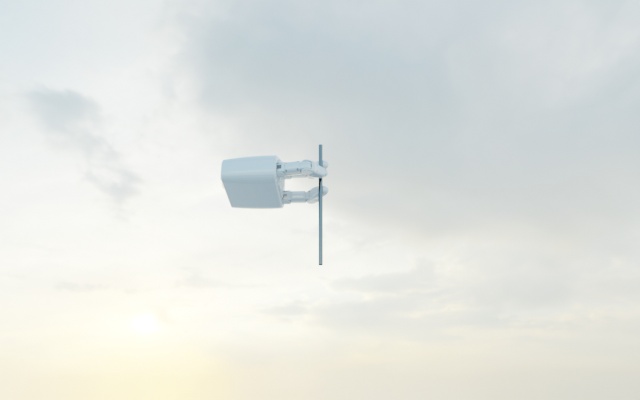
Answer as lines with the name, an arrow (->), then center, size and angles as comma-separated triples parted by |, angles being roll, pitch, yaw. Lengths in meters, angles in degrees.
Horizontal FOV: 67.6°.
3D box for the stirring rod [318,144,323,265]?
stirring rod -> 0.000, 0.003, 0.892 | 0.011, 0.239, 0.011 | 0, -22, 0
